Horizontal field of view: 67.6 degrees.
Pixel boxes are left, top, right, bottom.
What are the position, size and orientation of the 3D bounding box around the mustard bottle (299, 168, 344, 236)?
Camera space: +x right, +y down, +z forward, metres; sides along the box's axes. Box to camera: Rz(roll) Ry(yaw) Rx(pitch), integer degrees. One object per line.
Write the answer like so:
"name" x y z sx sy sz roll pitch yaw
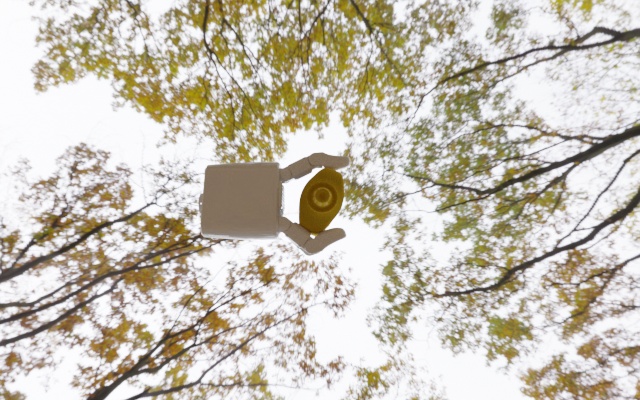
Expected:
"mustard bottle" 0.000 0.002 0.688 0.058 0.096 0.191 25 -5 1
